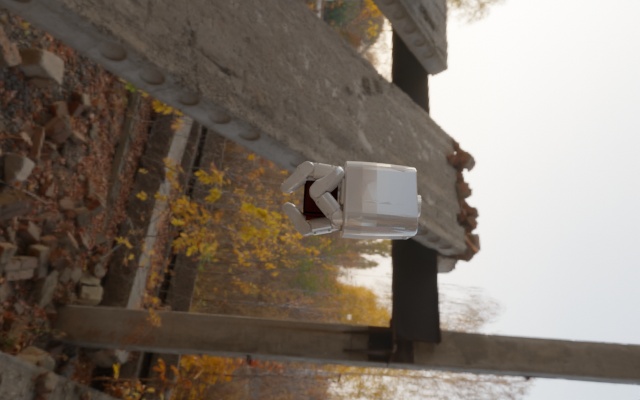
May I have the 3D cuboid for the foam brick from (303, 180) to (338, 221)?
[{"bbox_3d":[0.000,0.002,0.748,0.051,0.053,0.078,3,-9,0],"label":"foam brick"}]
